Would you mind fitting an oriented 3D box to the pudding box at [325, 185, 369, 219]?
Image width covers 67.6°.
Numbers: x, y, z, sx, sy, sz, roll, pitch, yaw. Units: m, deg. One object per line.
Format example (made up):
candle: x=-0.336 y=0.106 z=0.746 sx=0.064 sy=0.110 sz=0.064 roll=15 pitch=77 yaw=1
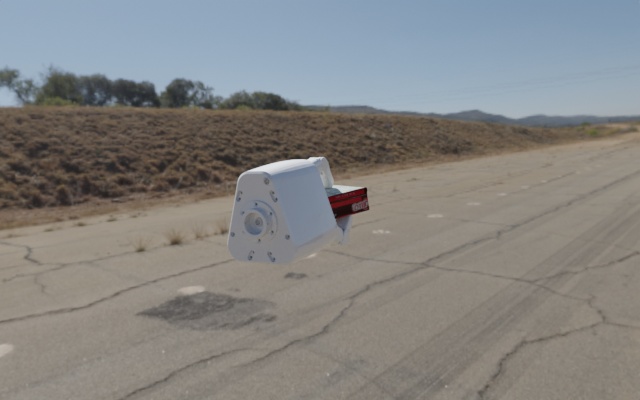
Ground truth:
pudding box: x=0.000 y=0.002 z=0.686 sx=0.090 sy=0.039 sz=0.113 roll=-12 pitch=13 yaw=-36
